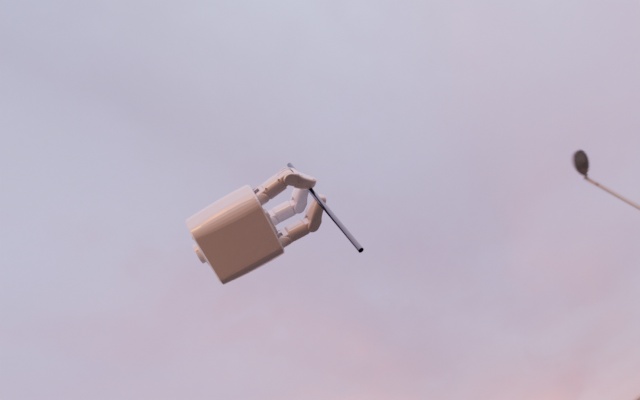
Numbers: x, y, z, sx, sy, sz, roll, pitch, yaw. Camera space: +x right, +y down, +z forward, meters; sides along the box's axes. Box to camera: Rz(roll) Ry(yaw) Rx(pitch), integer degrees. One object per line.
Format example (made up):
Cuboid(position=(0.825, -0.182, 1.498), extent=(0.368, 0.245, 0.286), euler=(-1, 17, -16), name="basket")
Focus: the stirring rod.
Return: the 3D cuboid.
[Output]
Cuboid(position=(0.000, 0.002, 0.696), extent=(0.011, 0.011, 0.239), euler=(0, 31, -30), name="stirring rod")
